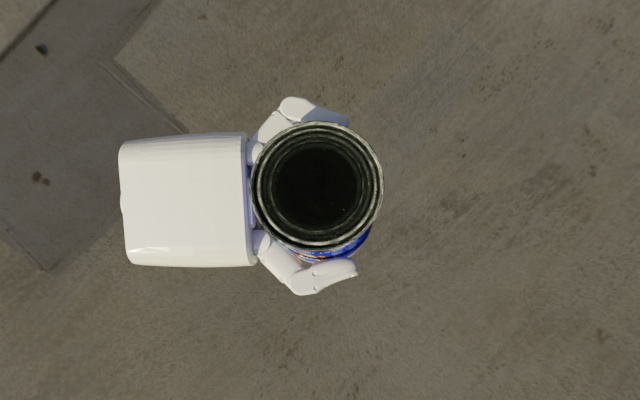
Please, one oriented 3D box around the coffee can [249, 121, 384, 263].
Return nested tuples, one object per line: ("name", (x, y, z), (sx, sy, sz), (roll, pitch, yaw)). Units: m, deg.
("coffee can", (0.000, 0.001, 0.427), (0.103, 0.102, 0.140), (0, -11, 2))
